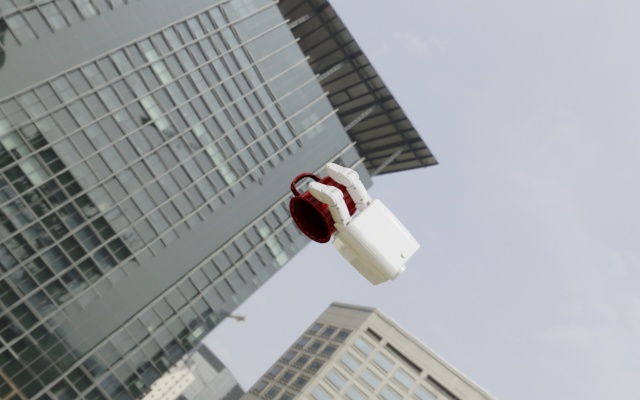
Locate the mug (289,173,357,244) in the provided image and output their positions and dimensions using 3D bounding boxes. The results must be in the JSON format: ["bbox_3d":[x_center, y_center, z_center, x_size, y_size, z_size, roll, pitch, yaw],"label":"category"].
[{"bbox_3d":[-0.001,0.001,0.801,0.081,0.117,0.093,-39,-6,-31],"label":"mug"}]
